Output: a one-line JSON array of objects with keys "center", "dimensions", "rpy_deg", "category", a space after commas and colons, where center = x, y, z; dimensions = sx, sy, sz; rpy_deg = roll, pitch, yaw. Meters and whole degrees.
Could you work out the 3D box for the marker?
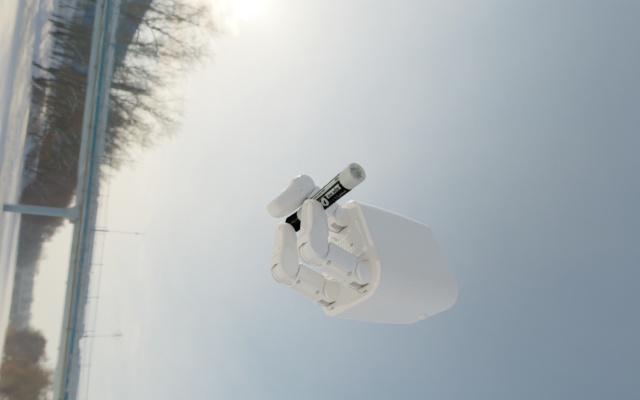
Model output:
[{"center": [0.000, 0.001, 0.454], "dimensions": [0.020, 0.020, 0.121], "rpy_deg": [0, -26, -36], "category": "marker"}]
